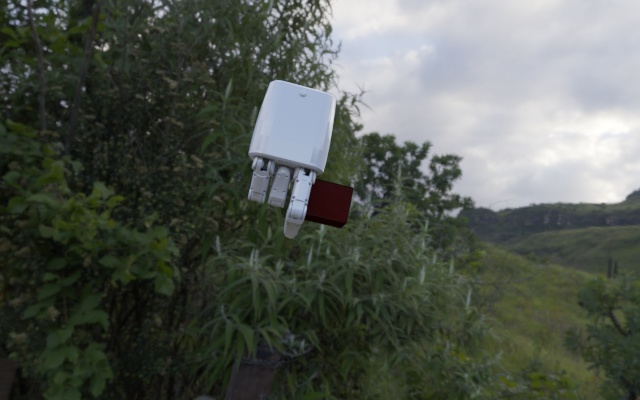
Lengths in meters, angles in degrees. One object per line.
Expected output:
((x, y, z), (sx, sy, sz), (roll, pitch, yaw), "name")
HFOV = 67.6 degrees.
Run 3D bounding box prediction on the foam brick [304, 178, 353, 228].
((0.000, 0.002, 0.650), (0.078, 0.051, 0.053), (14, -12, -6), "foam brick")
